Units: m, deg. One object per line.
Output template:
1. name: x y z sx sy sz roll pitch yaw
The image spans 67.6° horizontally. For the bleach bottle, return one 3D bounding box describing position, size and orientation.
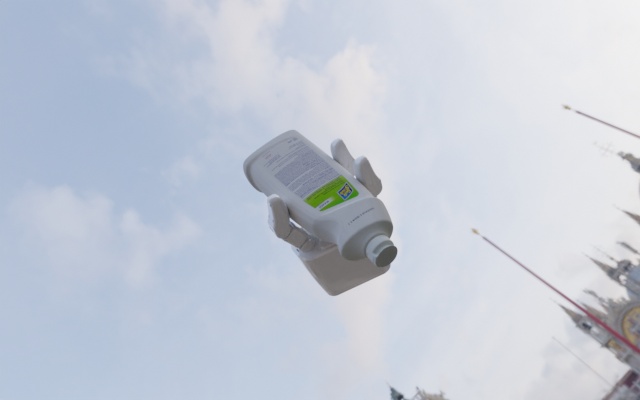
1. bleach bottle: 0.000 0.002 0.589 0.102 0.068 0.250 -37 45 -9
